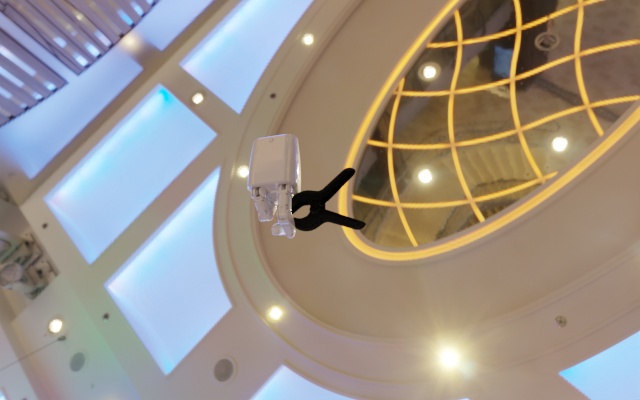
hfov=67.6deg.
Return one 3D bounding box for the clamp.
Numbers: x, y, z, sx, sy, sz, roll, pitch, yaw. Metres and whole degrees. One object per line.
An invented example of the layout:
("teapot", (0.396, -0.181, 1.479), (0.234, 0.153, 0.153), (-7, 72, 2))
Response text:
("clamp", (0.000, 0.003, 0.900), (0.171, 0.120, 0.039), (-6, -24, 17))
